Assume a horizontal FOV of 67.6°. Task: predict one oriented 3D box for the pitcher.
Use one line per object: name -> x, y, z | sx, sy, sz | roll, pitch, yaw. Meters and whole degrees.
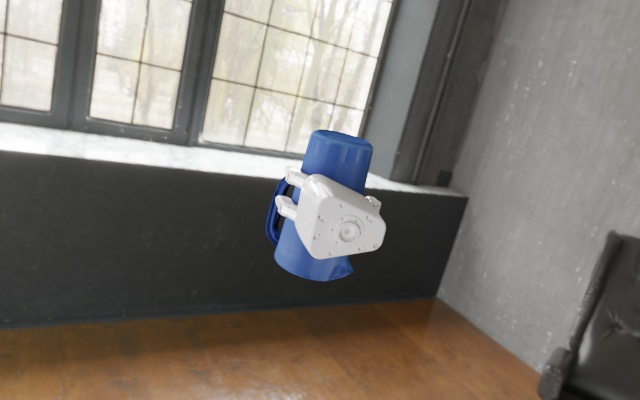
pitcher -> 0.000, 0.003, 0.830 | 0.149, 0.243, 0.145 | 10, 16, -16
